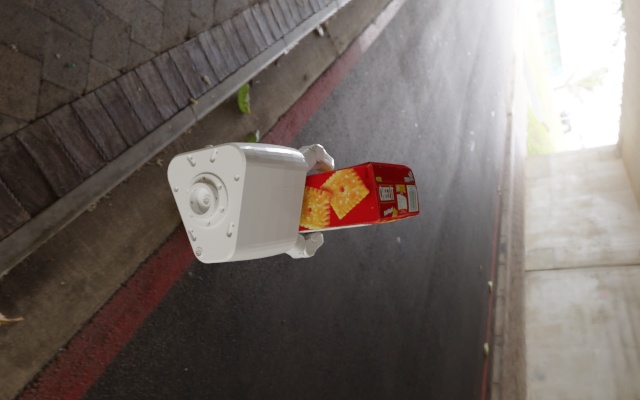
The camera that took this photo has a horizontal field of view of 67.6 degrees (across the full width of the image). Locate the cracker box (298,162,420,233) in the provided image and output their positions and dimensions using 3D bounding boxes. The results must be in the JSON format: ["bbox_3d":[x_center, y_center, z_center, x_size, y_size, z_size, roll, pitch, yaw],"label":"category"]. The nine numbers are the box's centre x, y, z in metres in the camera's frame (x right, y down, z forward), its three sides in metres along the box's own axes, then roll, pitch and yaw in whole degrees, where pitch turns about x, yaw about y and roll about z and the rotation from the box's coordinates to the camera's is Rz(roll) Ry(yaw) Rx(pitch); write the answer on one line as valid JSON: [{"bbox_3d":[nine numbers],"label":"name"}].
[{"bbox_3d":[0.000,0.002,0.613,0.214,0.072,0.164,-8,-2,27],"label":"cracker box"}]
